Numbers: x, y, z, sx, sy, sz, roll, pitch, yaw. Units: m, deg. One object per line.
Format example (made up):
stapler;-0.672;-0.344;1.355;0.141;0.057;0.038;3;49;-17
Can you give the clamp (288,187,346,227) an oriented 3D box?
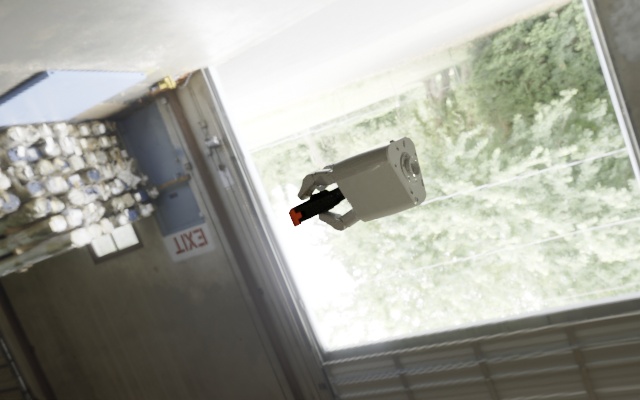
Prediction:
clamp;0.000;0.004;0.838;0.164;0.036;0.210;-21;5;40
